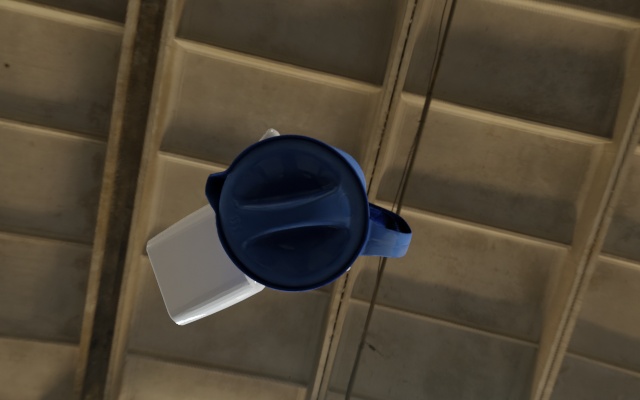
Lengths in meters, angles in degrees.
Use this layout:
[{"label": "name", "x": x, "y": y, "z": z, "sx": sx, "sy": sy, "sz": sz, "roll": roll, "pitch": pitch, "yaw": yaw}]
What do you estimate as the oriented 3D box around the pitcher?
[{"label": "pitcher", "x": 0.000, "y": 0.002, "z": 0.509, "sx": 0.145, "sy": 0.149, "sz": 0.243, "roll": -29, "pitch": 2, "yaw": 11}]
